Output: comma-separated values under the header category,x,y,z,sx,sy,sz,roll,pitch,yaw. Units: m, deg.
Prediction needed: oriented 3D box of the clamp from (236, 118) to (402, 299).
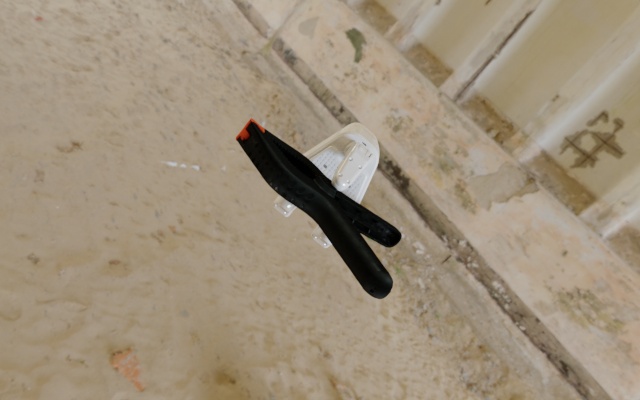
category,x,y,z,sx,sy,sz,roll,pitch,yaw
clamp,0.000,0.001,0.465,0.210,0.036,0.164,40,16,-5
